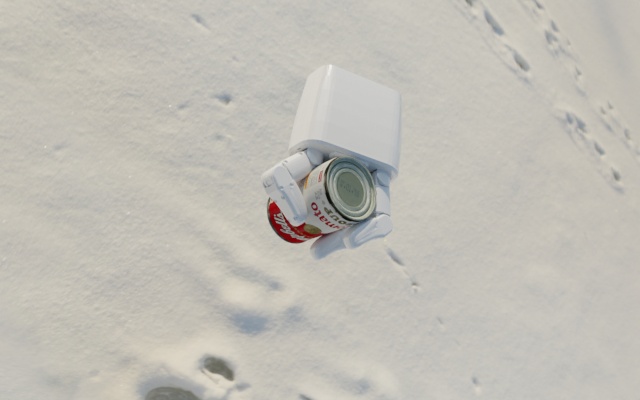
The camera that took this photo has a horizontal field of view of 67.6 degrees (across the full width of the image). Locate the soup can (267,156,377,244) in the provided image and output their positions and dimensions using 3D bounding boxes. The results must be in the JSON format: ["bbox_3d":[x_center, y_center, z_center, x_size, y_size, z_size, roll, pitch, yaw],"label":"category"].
[{"bbox_3d":[0.000,0.002,0.492,0.068,0.068,0.102,0,-15,-40],"label":"soup can"}]
